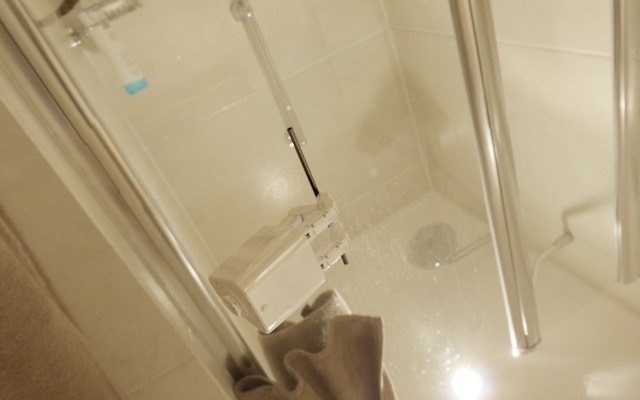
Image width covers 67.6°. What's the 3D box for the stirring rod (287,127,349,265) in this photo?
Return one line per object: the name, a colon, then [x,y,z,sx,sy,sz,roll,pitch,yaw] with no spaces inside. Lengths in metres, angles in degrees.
stirring rod: [0.000,0.002,0.678,0.011,0.240,0.011,-16,32,10]
